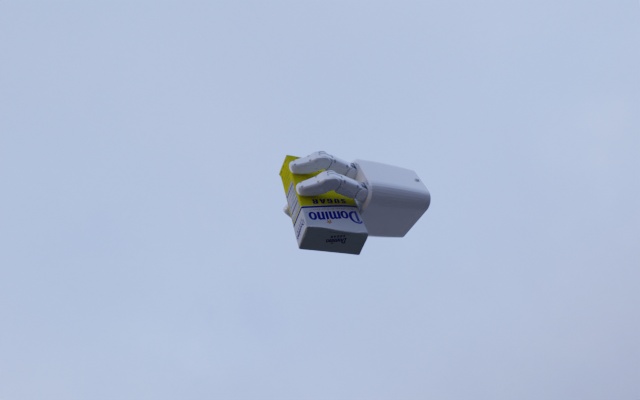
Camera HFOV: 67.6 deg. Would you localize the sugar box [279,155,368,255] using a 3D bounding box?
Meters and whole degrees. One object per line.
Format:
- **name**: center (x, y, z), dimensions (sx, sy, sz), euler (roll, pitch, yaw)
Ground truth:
- **sugar box**: center (0.000, 0.002, 0.698), dimensions (0.093, 0.048, 0.176), euler (8, 32, -22)
